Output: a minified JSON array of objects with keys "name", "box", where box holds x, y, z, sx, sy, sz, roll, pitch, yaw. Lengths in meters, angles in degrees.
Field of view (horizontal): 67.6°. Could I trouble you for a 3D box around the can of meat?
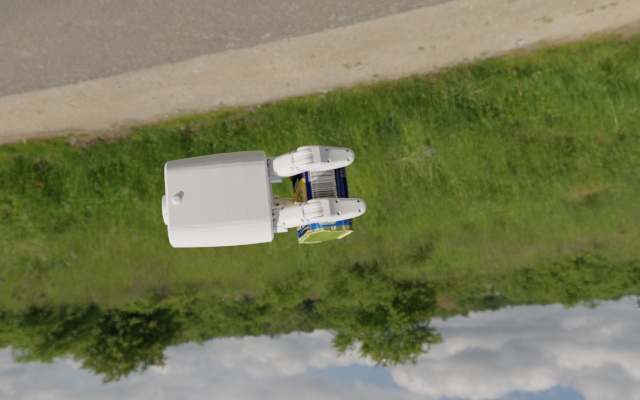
[{"name":"can of meat","box":[0.000,0.002,0.551,0.057,0.084,0.102,-4,-11,-12]}]
